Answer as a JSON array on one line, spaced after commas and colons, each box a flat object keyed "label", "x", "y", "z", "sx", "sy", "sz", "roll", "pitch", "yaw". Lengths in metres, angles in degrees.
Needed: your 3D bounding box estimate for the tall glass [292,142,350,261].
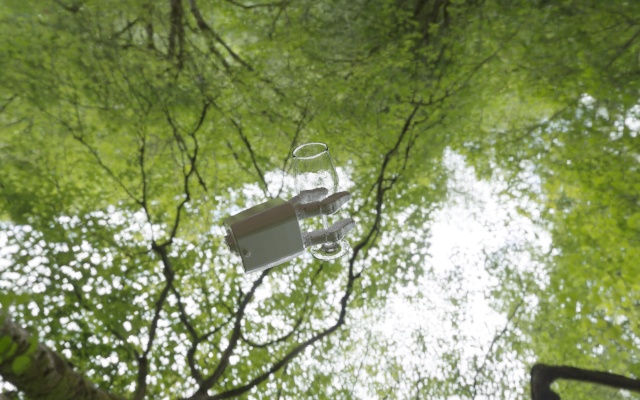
[{"label": "tall glass", "x": 0.000, "y": 0.003, "z": 0.835, "sx": 0.079, "sy": 0.201, "sz": 0.079, "roll": -9, "pitch": 27, "yaw": 5}]
